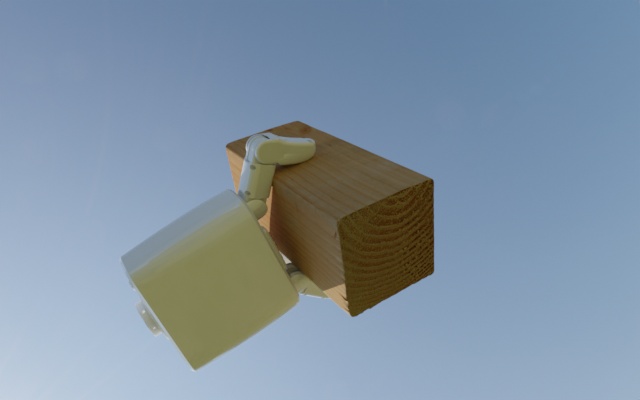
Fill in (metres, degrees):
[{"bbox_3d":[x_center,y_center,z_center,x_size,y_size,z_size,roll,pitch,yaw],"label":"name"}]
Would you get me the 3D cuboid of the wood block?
[{"bbox_3d":[0.000,0.001,0.438,0.090,0.091,0.206,-22,31,-25],"label":"wood block"}]
